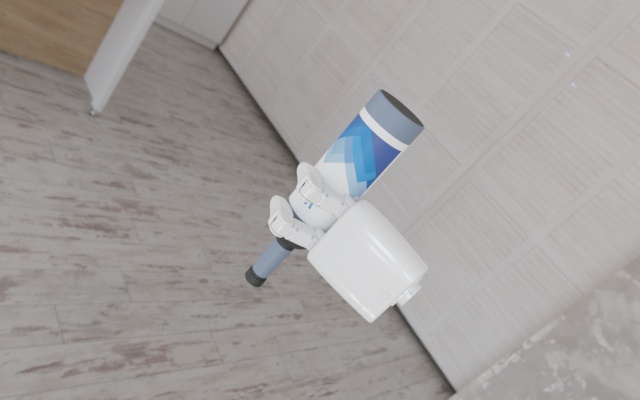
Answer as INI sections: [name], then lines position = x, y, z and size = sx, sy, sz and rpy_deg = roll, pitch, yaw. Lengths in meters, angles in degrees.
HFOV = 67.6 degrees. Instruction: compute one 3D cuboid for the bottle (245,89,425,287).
[bottle]
position = 0.000, 0.002, 0.578
size = 0.296, 0.069, 0.069
rpy_deg = -49, -24, 22
